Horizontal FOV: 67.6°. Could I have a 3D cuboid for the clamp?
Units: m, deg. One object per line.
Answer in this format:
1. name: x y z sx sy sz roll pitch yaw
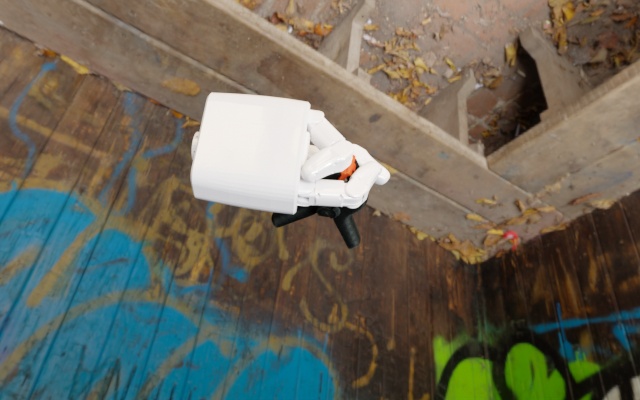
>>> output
1. clamp: 0.000 0.002 0.574 0.120 0.039 0.172 7 -36 -1
